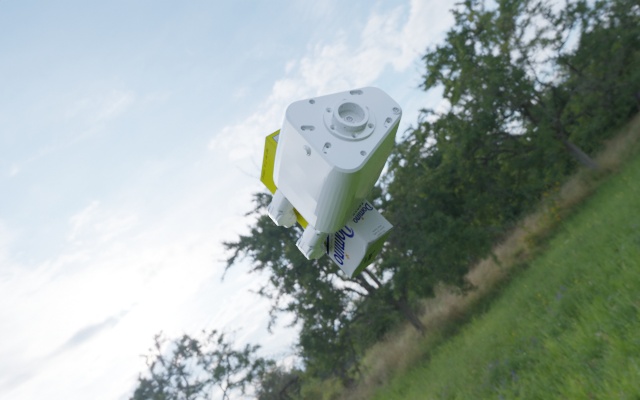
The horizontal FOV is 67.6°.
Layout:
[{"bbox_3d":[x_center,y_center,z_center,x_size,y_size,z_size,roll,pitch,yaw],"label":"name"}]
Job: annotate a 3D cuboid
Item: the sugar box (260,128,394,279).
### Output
[{"bbox_3d":[0.000,0.002,0.564,0.048,0.176,0.093,-32,-22,-27],"label":"sugar box"}]
